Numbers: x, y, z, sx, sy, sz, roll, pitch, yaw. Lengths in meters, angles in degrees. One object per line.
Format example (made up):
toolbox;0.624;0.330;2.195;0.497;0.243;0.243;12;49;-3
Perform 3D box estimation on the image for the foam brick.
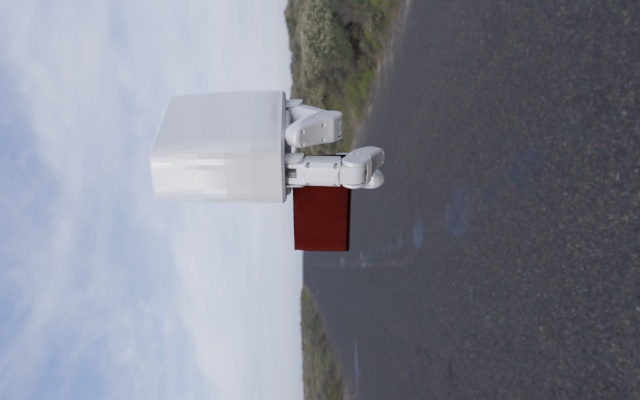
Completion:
foam brick;0.000;0.002;0.442;0.051;0.078;0.053;-1;25;-3
